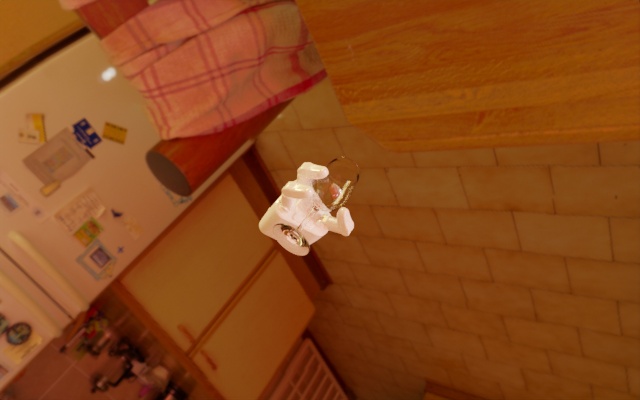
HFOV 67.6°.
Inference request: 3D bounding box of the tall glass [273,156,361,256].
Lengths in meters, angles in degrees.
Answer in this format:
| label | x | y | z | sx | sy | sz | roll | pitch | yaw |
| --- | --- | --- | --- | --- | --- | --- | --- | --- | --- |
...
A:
| label | x | y | z | sx | sy | sz | roll | pitch | yaw |
| --- | --- | --- | --- | --- | --- | --- | --- | --- | --- |
| tall glass | 0.000 | 0.003 | 0.863 | 0.079 | 0.079 | 0.201 | 0 | 40 | 42 |
